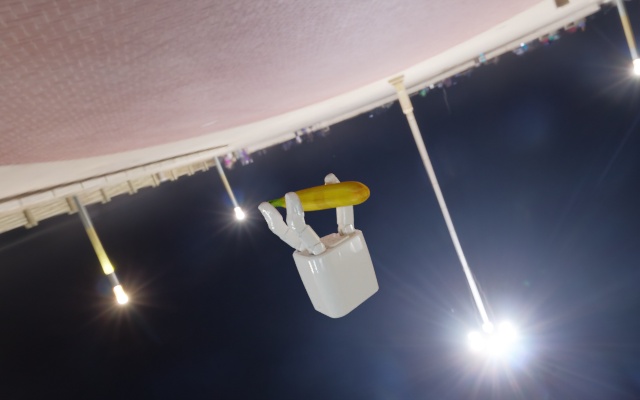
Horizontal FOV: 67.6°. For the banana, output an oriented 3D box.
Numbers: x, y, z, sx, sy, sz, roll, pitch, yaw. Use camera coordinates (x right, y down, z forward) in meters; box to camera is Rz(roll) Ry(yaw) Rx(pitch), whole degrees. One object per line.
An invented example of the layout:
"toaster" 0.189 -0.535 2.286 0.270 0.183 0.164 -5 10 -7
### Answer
"banana" 0.009 -0.003 0.733 0.198 0.037 0.069 -9 12 42
